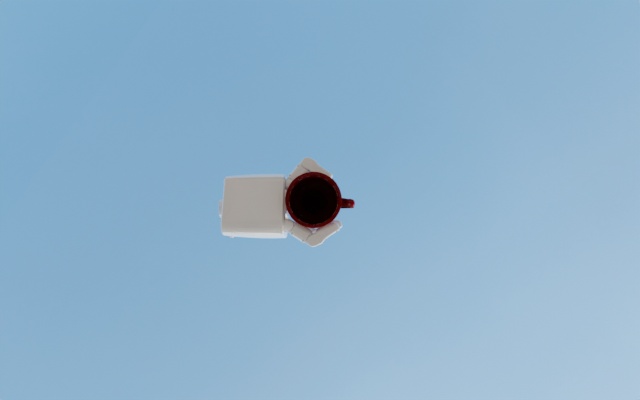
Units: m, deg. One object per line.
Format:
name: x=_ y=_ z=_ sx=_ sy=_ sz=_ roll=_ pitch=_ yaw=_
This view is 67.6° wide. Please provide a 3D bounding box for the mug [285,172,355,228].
mug: x=0.002 y=0.003 z=0.819 sx=0.117 sy=0.093 sz=0.081 roll=1 pitch=-5 yaw=-1
